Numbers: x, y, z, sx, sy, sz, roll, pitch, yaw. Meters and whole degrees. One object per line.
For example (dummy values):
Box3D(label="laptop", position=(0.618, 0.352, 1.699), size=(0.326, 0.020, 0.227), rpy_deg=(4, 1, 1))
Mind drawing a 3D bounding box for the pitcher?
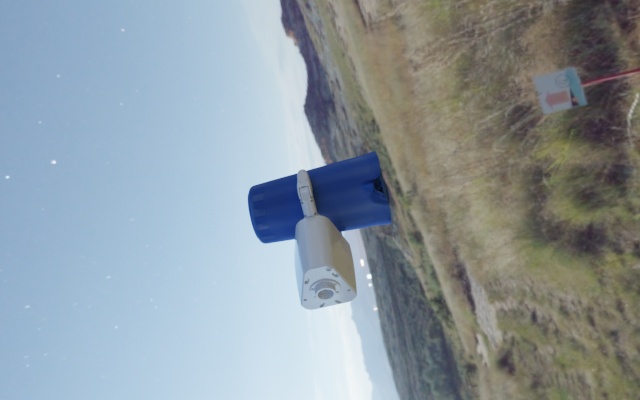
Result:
Box3D(label="pitcher", position=(0.000, 0.003, 0.867), size=(0.243, 0.149, 0.145), rpy_deg=(-12, 42, 3))
